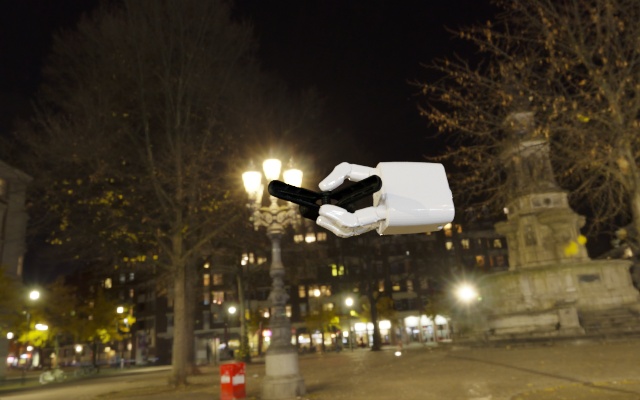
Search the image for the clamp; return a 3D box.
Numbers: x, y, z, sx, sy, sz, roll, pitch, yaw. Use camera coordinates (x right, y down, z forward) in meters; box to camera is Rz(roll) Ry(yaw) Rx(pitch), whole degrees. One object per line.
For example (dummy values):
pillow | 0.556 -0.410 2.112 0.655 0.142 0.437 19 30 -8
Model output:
clamp | 0.000 0.002 0.768 0.164 0.036 0.210 0 -16 -5
